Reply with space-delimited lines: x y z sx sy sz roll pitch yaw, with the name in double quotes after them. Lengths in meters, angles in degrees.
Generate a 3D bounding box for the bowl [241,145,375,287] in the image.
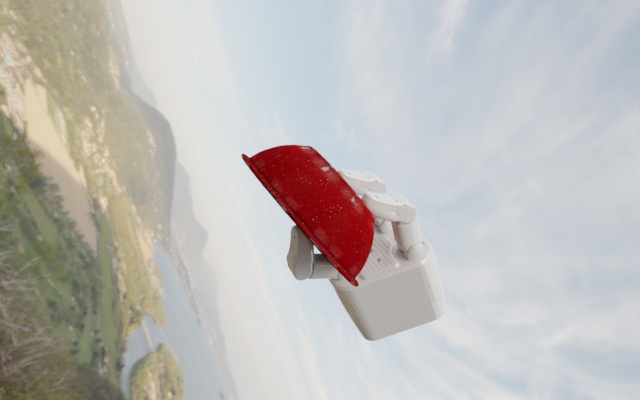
0.000 0.001 0.442 0.055 0.162 0.162 -41 0 0 "bowl"
